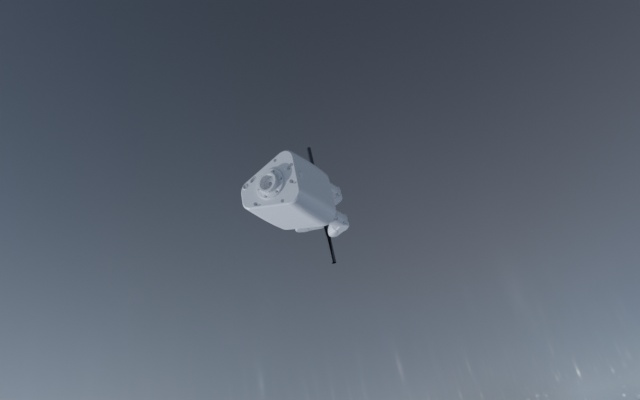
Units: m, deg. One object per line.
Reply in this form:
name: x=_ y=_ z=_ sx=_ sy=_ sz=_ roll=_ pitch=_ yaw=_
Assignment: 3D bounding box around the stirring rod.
stirring rod: x=0.000 y=0.003 z=0.878 sx=0.011 sy=0.239 sz=0.011 roll=-10 pitch=-27 yaw=-5
